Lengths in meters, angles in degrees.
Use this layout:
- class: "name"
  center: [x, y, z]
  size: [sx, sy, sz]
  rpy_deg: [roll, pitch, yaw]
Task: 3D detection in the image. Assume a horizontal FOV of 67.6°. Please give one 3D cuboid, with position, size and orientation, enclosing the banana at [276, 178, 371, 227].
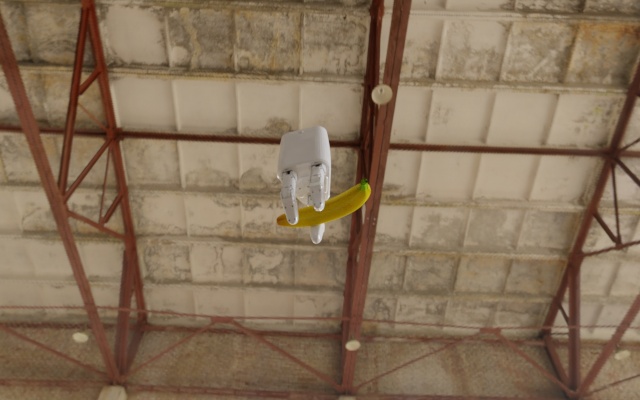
- class: "banana"
  center: [0.014, 0.009, 0.835]
  size: [0.198, 0.037, 0.070]
  rpy_deg: [-26, -41, 30]
